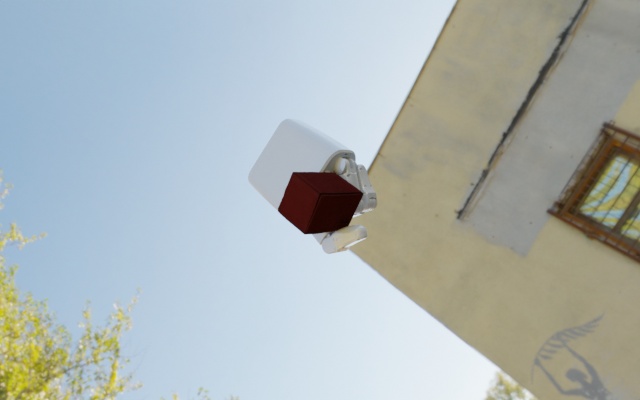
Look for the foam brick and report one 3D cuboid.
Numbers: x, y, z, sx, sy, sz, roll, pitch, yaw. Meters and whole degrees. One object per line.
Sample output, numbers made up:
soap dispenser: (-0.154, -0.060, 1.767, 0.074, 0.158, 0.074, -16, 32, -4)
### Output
foam brick: (0.000, 0.002, 0.548, 0.051, 0.053, 0.078, 38, 25, 33)
